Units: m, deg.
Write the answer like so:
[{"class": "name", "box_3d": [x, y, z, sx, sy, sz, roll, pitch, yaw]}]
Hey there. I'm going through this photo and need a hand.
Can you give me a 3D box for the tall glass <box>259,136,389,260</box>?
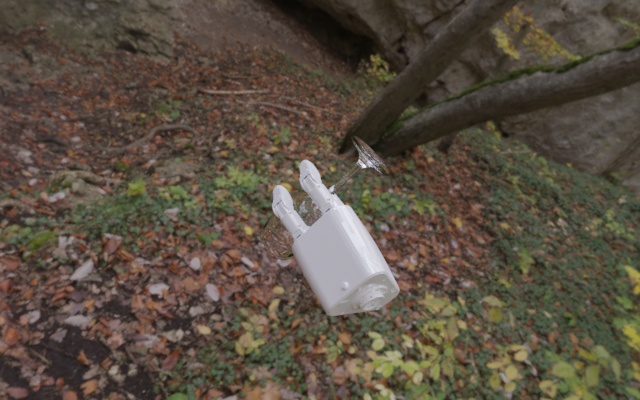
[{"class": "tall glass", "box_3d": [0.001, 0.002, 0.688, 0.201, 0.079, 0.079, -43, -16, 19]}]
